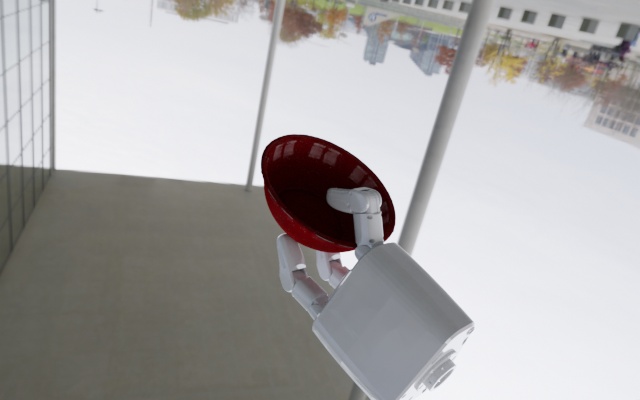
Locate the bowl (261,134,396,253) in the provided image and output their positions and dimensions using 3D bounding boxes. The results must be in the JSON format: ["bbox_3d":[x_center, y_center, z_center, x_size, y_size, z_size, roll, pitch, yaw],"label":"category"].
[{"bbox_3d":[-0.001,0.001,0.520,0.162,0.162,0.055,0,-40,-38],"label":"bowl"}]
